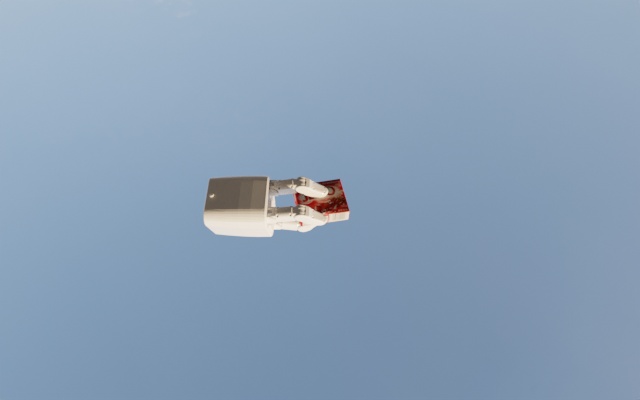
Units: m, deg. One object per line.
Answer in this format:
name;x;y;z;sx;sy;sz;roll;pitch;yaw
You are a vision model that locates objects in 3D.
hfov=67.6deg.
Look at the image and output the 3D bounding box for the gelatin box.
gelatin box;0.000;0.003;0.845;0.089;0.073;0.030;-8;-34;-10
